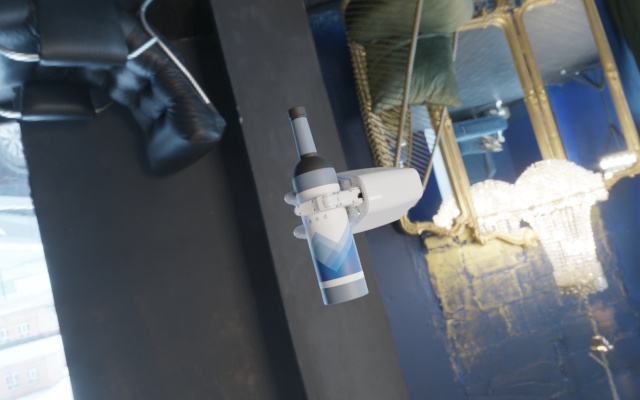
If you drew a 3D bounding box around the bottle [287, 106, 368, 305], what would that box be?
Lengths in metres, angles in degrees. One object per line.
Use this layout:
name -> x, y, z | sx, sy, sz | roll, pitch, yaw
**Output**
bottle -> 0.000, 0.003, 0.714 | 0.069, 0.295, 0.069 | -15, -6, -2
